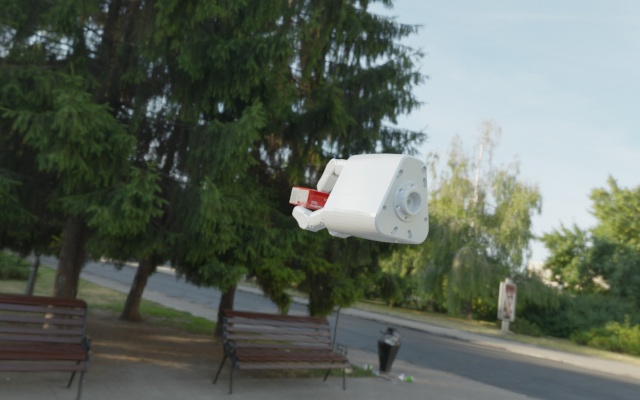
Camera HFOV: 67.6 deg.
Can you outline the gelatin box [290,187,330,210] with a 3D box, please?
[{"bbox_3d":[0.000,0.002,0.743,0.073,0.030,0.089,14,-1,-21],"label":"gelatin box"}]
